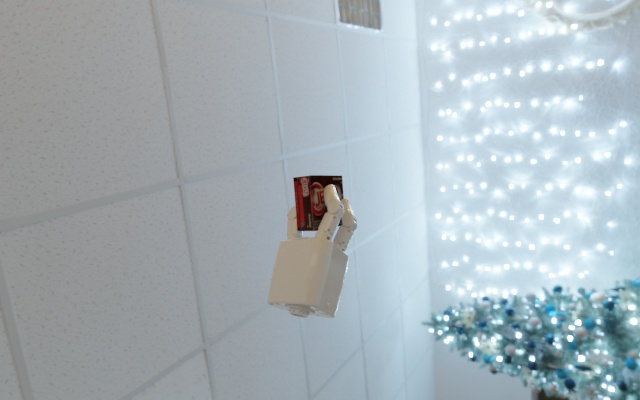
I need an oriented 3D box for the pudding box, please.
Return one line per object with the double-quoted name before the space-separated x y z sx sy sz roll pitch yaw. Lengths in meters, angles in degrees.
"pudding box" 0.000 0.003 0.811 0.039 0.090 0.113 -3 1 29
